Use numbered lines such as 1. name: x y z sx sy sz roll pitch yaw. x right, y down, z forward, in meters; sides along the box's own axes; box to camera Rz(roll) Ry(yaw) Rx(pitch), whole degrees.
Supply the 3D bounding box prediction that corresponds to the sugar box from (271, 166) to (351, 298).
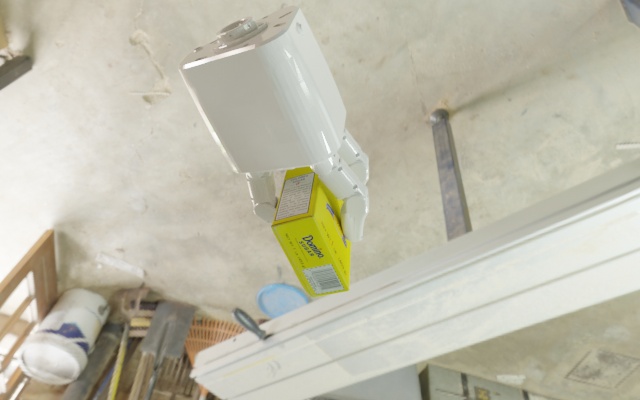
1. sugar box: 0.001 0.001 0.482 0.048 0.093 0.176 -13 34 17
